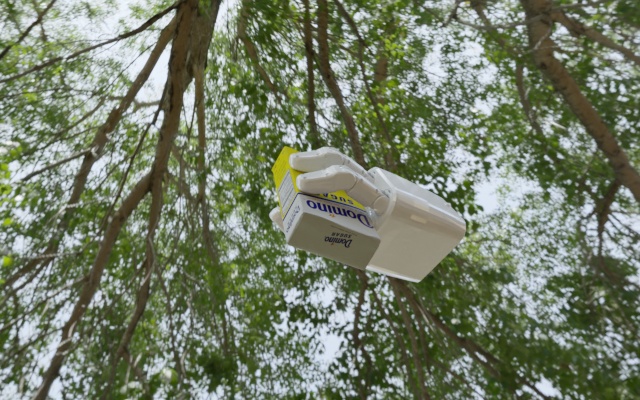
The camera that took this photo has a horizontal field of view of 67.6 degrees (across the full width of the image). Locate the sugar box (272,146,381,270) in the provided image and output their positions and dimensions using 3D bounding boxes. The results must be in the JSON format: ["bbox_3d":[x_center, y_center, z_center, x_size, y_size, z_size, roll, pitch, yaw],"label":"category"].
[{"bbox_3d":[0.000,0.001,0.545,0.093,0.048,0.176,21,19,-21],"label":"sugar box"}]
